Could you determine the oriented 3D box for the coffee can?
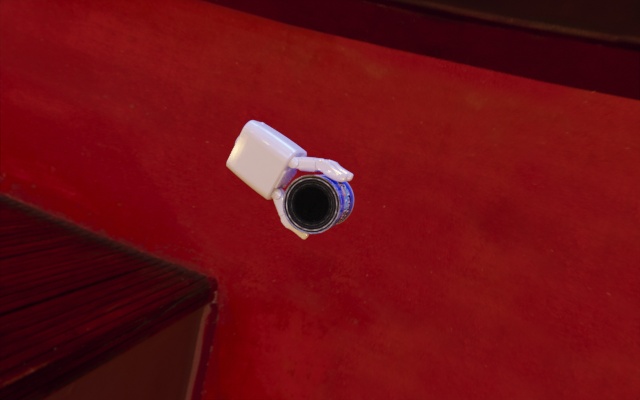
[{"bbox_3d":[0.000,0.003,0.879,0.103,0.103,0.140,0,3,13],"label":"coffee can"}]
